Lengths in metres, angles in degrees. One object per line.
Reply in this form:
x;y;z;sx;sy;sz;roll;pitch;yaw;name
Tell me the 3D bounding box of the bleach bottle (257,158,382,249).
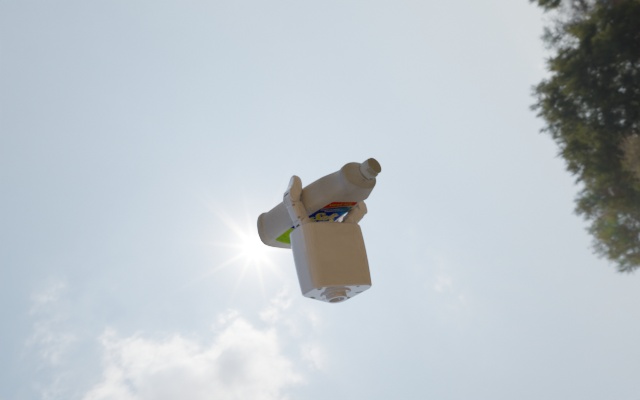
0.000;0.003;0.805;0.102;0.068;0.251;12;-35;-38;bleach bottle
